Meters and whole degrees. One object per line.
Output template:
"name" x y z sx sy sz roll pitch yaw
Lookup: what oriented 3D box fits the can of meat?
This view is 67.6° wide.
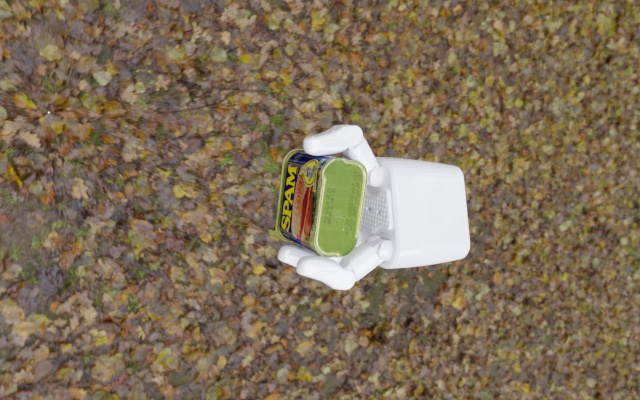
"can of meat" 0.000 0.002 0.487 0.057 0.102 0.084 4 7 -30
